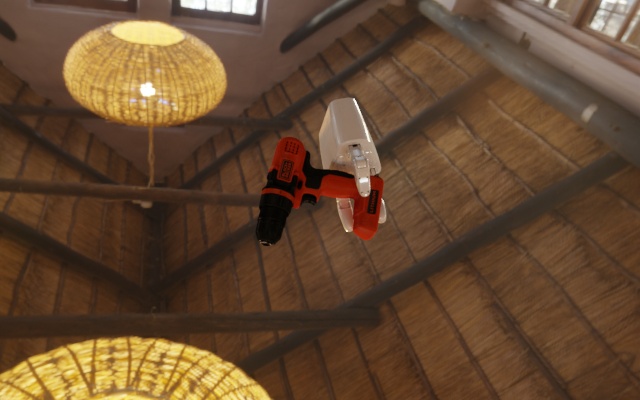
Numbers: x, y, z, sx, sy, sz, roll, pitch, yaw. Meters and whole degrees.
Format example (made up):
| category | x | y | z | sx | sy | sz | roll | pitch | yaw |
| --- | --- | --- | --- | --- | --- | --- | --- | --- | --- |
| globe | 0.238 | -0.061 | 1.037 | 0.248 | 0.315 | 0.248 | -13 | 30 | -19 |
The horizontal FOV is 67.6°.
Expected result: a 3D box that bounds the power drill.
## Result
| category | x | y | z | sx | sy | sz | roll | pitch | yaw |
| --- | --- | --- | --- | --- | --- | --- | --- | --- | --- |
| power drill | 0.001 | 0.002 | 0.755 | 0.187 | 0.184 | 0.057 | 17 | -23 | -11 |
